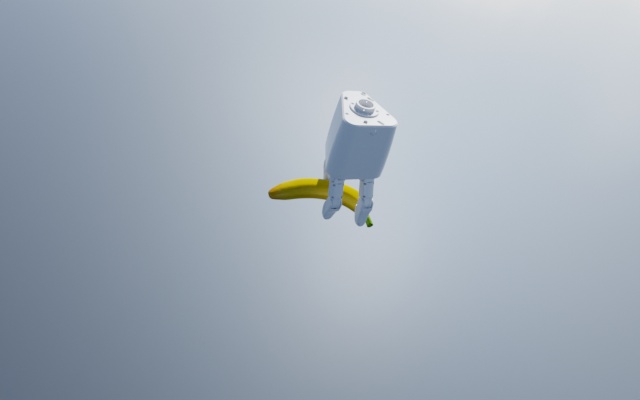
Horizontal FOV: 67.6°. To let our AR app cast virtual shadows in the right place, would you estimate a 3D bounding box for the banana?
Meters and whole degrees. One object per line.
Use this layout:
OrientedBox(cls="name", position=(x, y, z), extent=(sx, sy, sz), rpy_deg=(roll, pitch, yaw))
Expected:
OrientedBox(cls="banana", position=(0.006, -0.009, 0.871), extent=(0.198, 0.069, 0.037), rpy_deg=(15, -44, -2))
